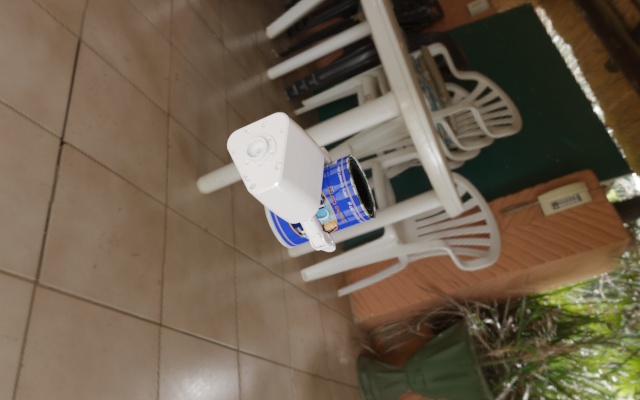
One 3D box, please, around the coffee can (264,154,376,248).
[{"bbox_3d":[0.000,0.003,0.723,0.140,0.103,0.103,-20,-6,17],"label":"coffee can"}]
